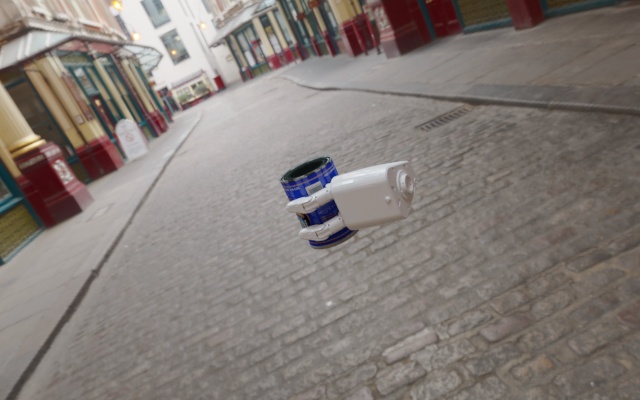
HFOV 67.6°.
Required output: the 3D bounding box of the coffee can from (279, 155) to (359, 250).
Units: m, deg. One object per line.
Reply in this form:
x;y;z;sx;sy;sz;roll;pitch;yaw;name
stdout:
0.000;0.003;0.867;0.103;0.140;0.102;-22;17;7;coffee can
